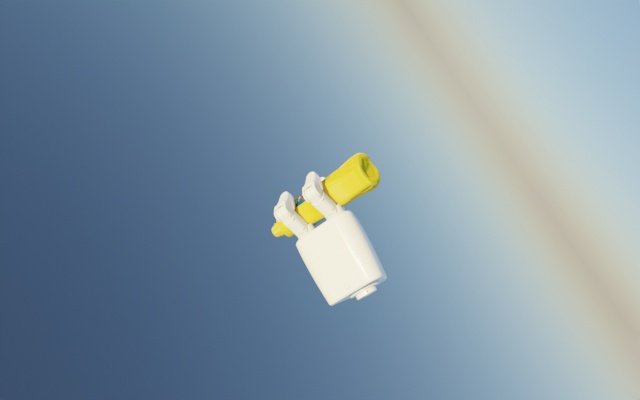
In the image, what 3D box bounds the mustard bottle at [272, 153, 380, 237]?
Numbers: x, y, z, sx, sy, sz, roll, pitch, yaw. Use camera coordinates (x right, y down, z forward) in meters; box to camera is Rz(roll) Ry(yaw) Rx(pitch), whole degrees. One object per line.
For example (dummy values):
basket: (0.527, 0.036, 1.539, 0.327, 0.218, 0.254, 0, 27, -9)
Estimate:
mustard bottle: (0.000, 0.002, 0.745, 0.192, 0.058, 0.096, -35, 7, 21)
